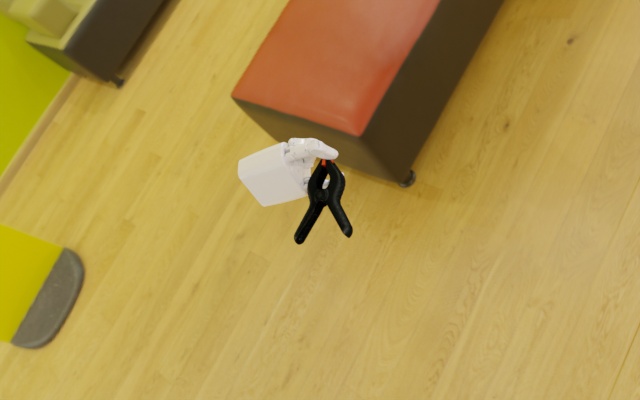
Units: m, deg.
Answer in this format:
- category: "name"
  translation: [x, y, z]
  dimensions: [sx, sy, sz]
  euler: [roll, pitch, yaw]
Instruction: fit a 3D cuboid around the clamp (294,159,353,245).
- category: "clamp"
  translation: [0.000, 0.002, 0.883]
  dimensions: [0.120, 0.171, 0.039]
  euler: [-16, -32, 23]
